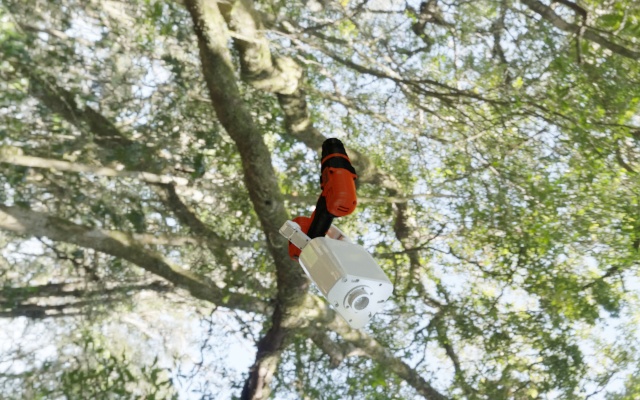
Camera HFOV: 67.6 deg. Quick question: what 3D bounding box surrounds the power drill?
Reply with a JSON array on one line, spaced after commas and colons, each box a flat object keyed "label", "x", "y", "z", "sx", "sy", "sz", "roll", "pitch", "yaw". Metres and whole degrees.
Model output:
[{"label": "power drill", "x": 0.000, "y": 0.003, "z": 0.823, "sx": 0.057, "sy": 0.188, "sz": 0.184, "roll": 15, "pitch": 37, "yaw": -15}]
